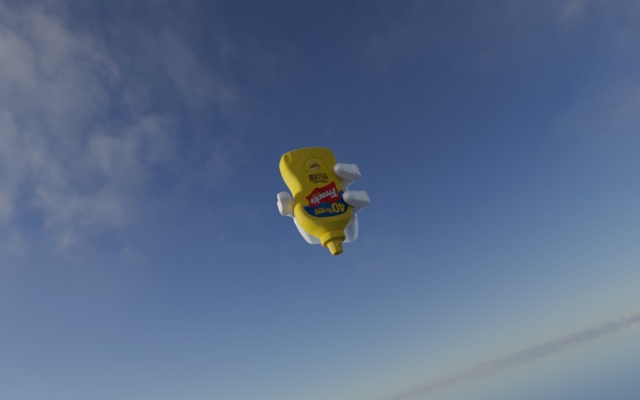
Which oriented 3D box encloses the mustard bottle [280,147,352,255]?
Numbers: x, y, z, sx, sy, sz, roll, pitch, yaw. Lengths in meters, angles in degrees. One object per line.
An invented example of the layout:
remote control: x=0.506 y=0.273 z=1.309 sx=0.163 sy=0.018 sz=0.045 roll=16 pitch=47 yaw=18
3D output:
mustard bottle: x=0.000 y=0.002 z=0.805 sx=0.096 sy=0.191 sz=0.058 roll=-8 pitch=-26 yaw=-22
